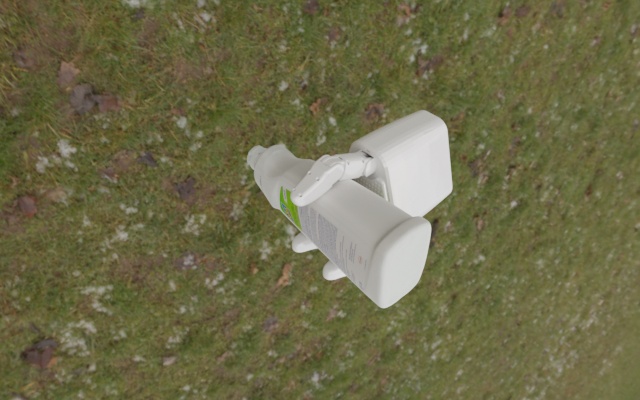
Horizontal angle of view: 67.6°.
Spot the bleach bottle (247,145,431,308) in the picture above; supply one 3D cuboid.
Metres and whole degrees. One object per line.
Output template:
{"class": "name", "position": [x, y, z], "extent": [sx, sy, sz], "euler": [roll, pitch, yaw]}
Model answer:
{"class": "bleach bottle", "position": [0.000, 0.002, 0.519], "extent": [0.068, 0.103, 0.250], "euler": [-30, 50, -28]}
